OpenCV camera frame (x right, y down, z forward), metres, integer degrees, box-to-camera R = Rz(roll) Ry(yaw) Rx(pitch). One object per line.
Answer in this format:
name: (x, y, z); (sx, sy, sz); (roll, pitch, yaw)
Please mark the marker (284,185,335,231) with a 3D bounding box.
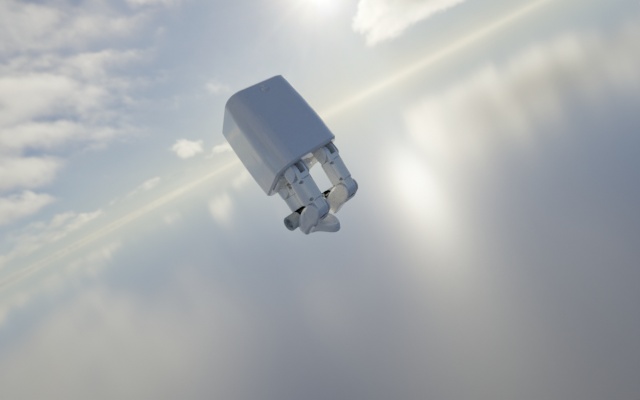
marker: (0.000, 0.002, 0.614); (0.020, 0.020, 0.121); (0, 26, 45)
